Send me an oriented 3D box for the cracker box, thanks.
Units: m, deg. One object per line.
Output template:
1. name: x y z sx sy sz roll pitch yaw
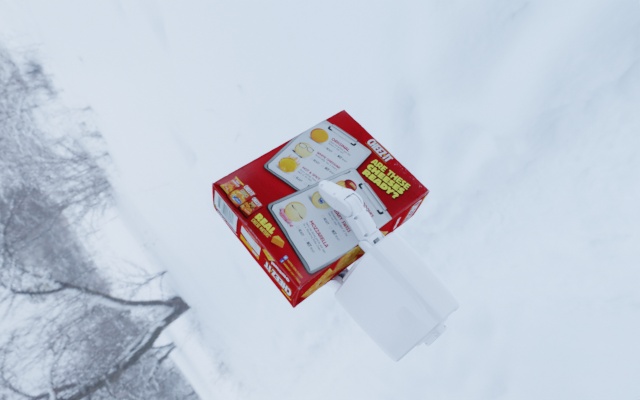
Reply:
1. cracker box: 0.000 0.002 0.594 0.213 0.164 0.072 -33 -20 -27
